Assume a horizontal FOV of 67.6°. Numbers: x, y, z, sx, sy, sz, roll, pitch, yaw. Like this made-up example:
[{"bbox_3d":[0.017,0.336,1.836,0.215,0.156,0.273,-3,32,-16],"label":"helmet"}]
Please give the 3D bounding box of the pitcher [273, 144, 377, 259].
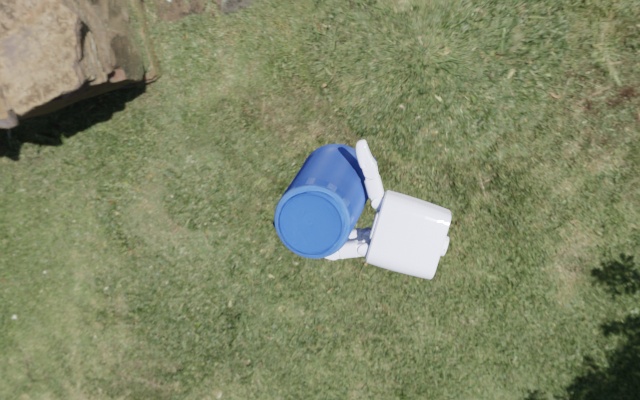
[{"bbox_3d":[0.000,0.002,0.757,0.145,0.149,0.242,16,19,6],"label":"pitcher"}]
